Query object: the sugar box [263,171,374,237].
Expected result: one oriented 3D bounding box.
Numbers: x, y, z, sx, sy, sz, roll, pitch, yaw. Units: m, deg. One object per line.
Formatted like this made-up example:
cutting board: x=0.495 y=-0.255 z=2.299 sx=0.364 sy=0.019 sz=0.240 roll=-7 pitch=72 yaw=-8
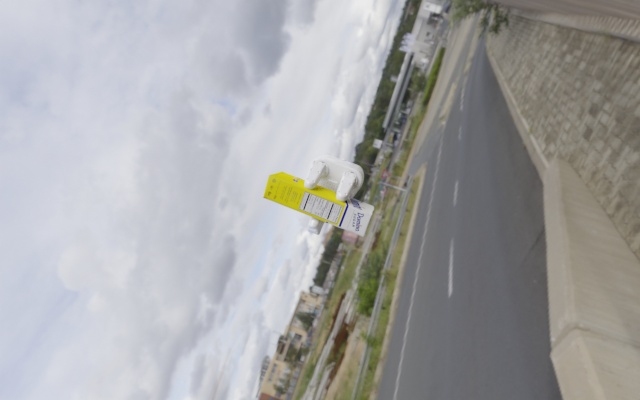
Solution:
sugar box: x=0.000 y=0.002 z=0.791 sx=0.176 sy=0.048 sz=0.093 roll=19 pitch=10 yaw=5
